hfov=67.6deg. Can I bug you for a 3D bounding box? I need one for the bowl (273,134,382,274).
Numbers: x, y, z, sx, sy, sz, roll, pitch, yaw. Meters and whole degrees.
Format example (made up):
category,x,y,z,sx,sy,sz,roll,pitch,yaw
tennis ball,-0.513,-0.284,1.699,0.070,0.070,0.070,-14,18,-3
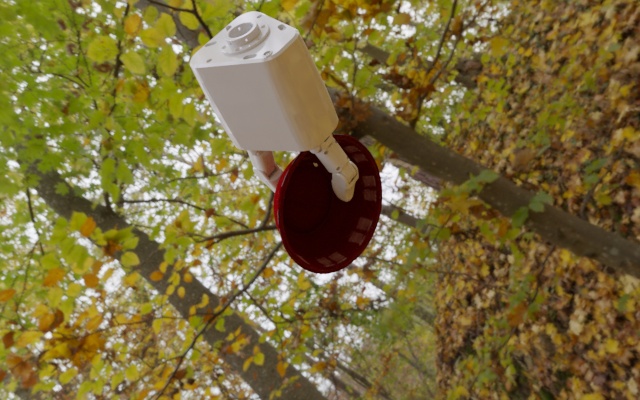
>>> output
category,x,y,z,sx,sy,sz,roll,pitch,yaw
bowl,0.000,0.003,0.565,0.162,0.162,0.055,0,8,-41
